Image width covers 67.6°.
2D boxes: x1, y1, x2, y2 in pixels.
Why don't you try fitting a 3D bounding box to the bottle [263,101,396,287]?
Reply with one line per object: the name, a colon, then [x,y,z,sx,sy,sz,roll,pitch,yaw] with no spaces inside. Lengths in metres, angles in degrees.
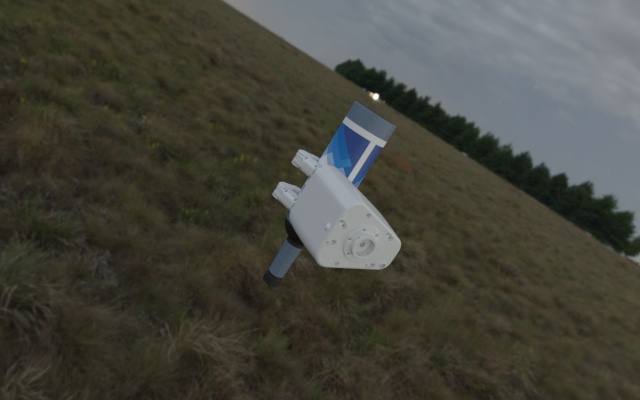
bottle: [0.000,0.002,0.689,0.069,0.296,0.069,30,14,-8]
